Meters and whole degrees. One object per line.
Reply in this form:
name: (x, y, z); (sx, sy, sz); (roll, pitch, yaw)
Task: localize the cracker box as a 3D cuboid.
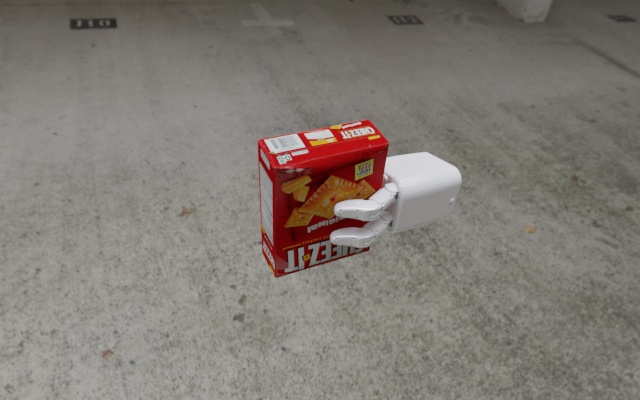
cracker box: (0.000, 0.002, 0.686); (0.164, 0.214, 0.072); (-13, 44, -19)
